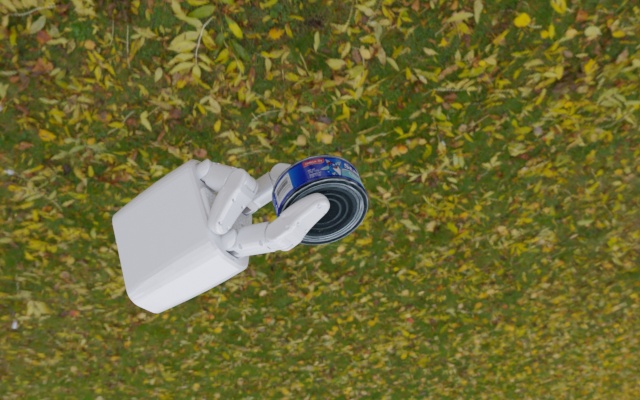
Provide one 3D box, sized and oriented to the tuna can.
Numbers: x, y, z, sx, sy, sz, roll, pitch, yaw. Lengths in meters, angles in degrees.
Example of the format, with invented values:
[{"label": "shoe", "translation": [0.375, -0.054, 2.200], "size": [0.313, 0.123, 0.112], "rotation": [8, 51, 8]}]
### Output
[{"label": "tuna can", "translation": [0.000, 0.002, 0.441], "size": [0.086, 0.086, 0.033], "rotation": [0, 42, -19]}]
